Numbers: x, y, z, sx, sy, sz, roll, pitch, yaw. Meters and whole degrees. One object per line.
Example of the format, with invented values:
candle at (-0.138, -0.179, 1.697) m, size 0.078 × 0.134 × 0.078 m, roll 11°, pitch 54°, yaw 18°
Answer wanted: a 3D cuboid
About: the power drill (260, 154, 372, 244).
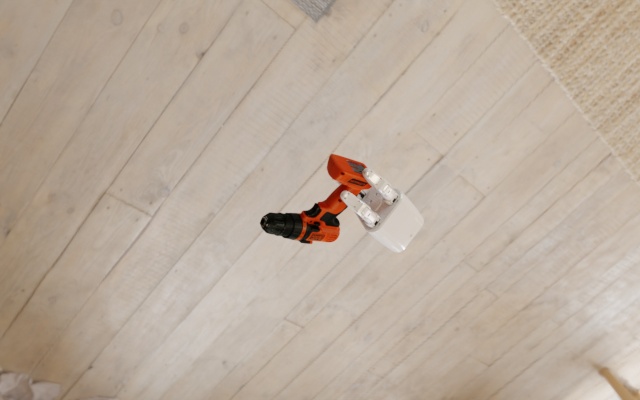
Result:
power drill at (0.001, 0.003, 0.882) m, size 0.184 × 0.057 × 0.188 m, roll 10°, pitch -51°, yaw -44°
